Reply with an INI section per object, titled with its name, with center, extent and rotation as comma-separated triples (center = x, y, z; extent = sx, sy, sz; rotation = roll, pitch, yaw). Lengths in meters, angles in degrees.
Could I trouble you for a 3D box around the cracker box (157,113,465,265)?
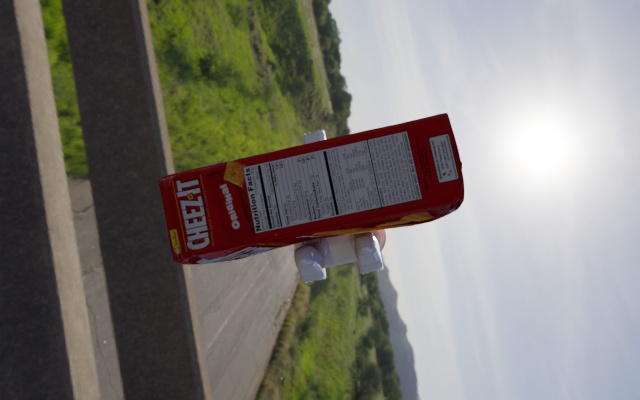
[cracker box]
center = 0.000, 0.001, 0.410
extent = 0.214, 0.072, 0.164
rotation = -12, -7, 5
